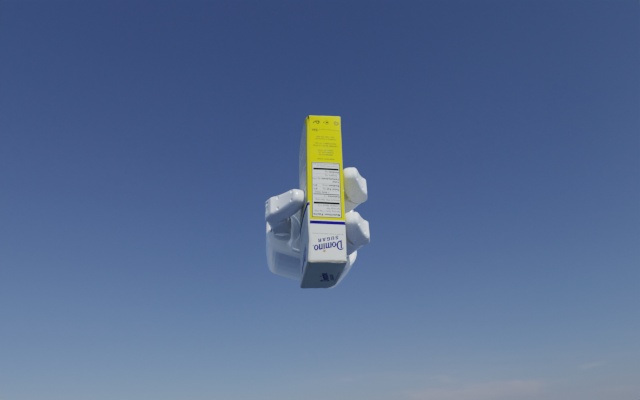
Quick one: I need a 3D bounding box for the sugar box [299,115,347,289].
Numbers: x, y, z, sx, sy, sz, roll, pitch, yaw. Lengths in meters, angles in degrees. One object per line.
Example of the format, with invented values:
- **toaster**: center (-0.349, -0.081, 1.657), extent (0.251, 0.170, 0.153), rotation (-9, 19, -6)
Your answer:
- **sugar box**: center (0.001, 0.002, 0.538), extent (0.048, 0.176, 0.093), rotation (0, -26, -8)
